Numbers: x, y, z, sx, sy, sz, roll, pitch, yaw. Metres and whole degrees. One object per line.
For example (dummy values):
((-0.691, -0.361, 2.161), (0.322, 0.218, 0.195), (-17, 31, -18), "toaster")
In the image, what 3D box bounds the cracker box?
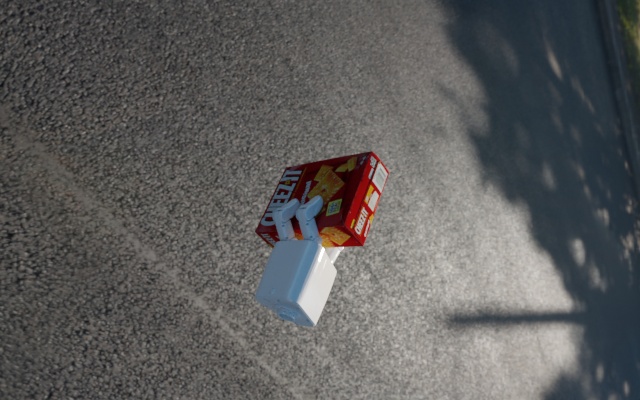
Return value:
((0.000, 0.003, 0.867), (0.214, 0.164, 0.072), (-6, -41, 40), "cracker box")
